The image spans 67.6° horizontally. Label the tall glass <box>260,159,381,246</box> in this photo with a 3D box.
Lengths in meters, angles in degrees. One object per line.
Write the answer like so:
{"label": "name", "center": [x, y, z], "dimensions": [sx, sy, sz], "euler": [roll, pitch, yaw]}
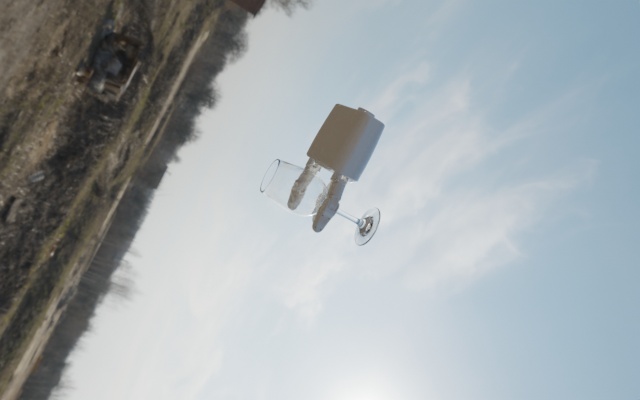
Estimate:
{"label": "tall glass", "center": [0.001, 0.003, 0.807], "dimensions": [0.201, 0.079, 0.079], "euler": [27, -10, -20]}
